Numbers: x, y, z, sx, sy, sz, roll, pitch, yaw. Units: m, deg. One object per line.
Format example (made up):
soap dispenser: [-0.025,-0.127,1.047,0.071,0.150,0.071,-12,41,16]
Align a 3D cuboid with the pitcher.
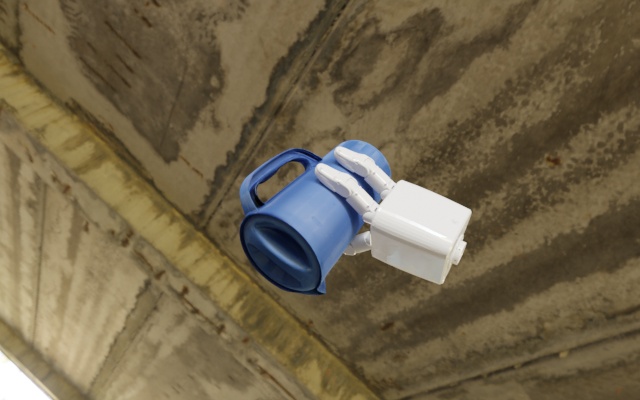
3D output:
pitcher: [0.000,0.002,0.693,0.145,0.149,0.242,23,44,22]
